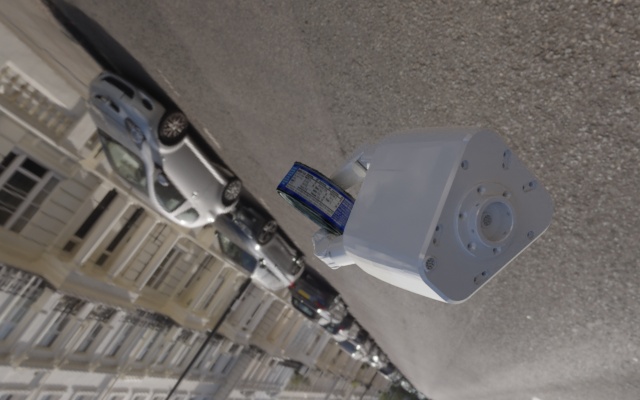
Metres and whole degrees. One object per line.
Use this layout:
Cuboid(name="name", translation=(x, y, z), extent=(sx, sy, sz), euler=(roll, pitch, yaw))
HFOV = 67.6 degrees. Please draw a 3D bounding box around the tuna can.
Cuboid(name="tuna can", translation=(0.000, 0.002, 0.459), extent=(0.086, 0.033, 0.086), euler=(35, -7, 5))
